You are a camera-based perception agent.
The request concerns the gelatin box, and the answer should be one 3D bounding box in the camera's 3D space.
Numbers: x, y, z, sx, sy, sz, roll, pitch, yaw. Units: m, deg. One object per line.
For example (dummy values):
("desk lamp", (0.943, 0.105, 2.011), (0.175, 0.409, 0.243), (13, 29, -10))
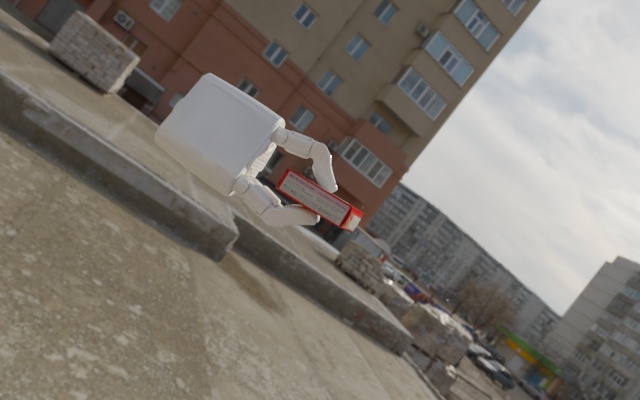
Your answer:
("gelatin box", (0.001, 0.002, 0.548), (0.089, 0.030, 0.073), (31, 0, 16))
